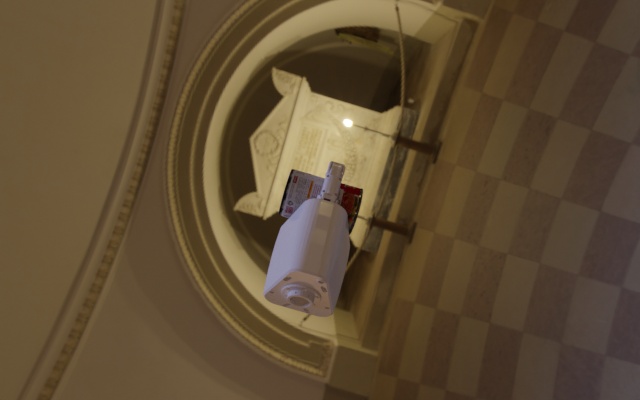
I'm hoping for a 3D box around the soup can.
[{"bbox_3d":[0.000,0.002,0.657,0.102,0.068,0.068,16,-1,-2],"label":"soup can"}]
